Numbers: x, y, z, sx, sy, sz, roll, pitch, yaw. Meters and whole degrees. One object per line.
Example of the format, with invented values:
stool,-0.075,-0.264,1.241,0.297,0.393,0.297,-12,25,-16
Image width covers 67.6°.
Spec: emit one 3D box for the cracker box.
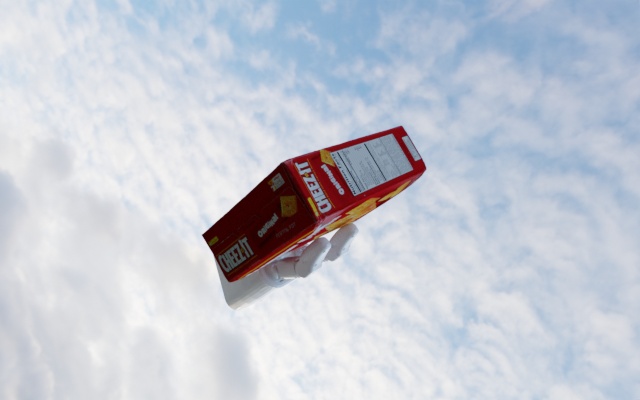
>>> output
cracker box,0.000,0.002,0.539,0.213,0.072,0.164,-24,-10,-48
